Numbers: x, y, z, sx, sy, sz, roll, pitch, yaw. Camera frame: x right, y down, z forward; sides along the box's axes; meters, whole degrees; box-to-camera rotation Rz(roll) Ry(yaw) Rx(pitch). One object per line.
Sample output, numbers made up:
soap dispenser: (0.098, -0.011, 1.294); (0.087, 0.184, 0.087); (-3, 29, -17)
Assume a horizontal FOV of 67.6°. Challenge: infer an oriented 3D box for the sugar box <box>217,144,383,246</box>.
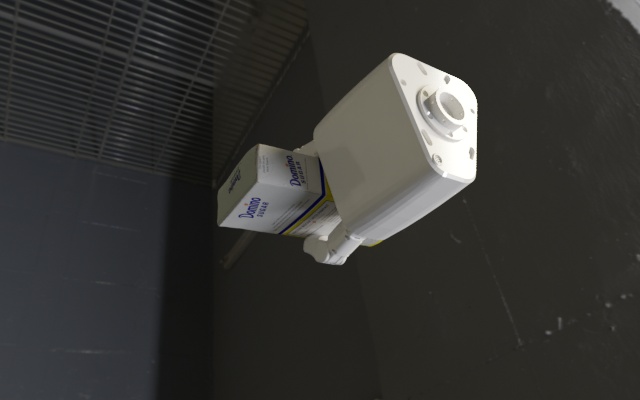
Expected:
sugar box: (0.000, 0.001, 0.459); (0.176, 0.048, 0.093); (13, -33, -28)
